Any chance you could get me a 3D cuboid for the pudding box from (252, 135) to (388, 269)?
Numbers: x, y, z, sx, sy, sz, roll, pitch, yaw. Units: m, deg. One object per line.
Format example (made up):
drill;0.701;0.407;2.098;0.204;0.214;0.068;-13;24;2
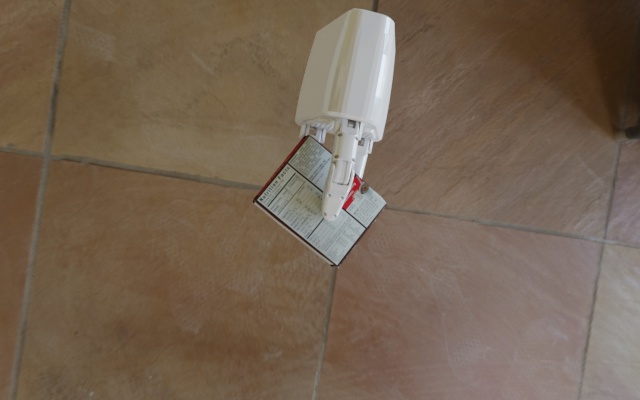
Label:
pudding box;0.000;0.002;0.495;0.113;0.090;0.039;40;-7;-4
